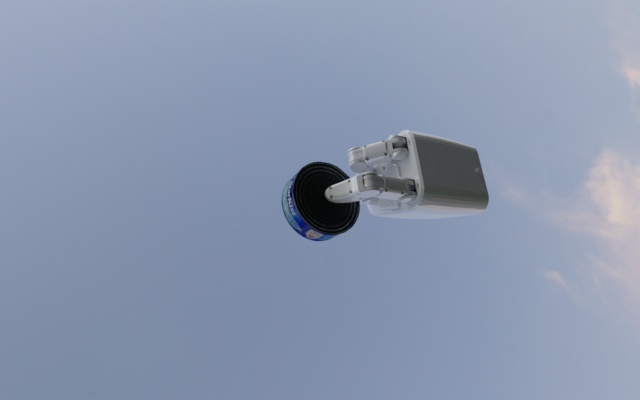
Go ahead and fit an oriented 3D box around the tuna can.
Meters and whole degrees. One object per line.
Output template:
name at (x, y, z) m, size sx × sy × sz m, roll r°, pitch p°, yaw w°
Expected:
tuna can at (0.000, 0.002, 0.538) m, size 0.086 × 0.086 × 0.034 m, roll 0°, pitch -19°, yaw -32°
